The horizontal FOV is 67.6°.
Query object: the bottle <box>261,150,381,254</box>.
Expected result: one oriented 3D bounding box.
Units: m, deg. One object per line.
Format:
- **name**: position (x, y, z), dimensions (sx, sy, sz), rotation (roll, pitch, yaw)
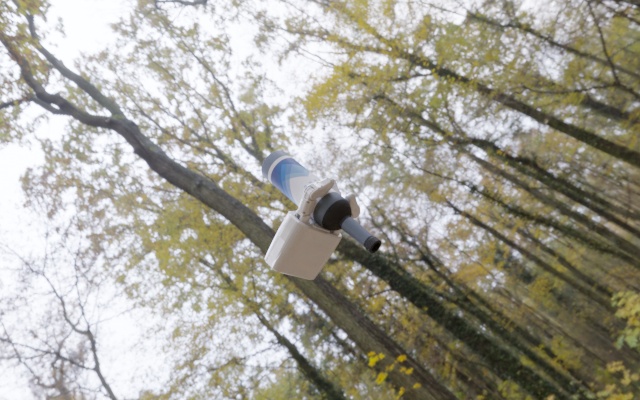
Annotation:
- **bottle**: position (0.000, 0.003, 0.893), dimensions (0.069, 0.069, 0.295), rotation (0, 31, -49)
